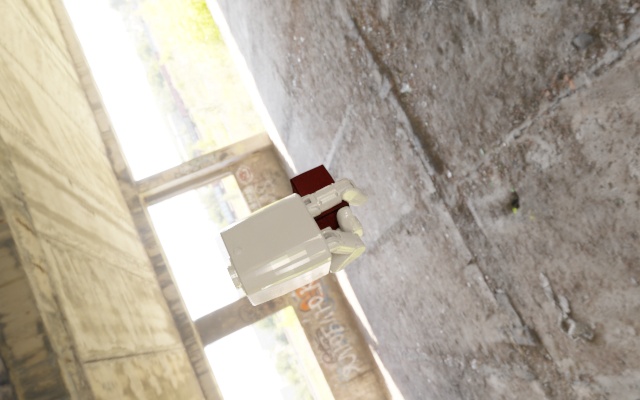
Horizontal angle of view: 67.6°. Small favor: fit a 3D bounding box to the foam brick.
[{"bbox_3d":[0.000,0.002,0.629,0.051,0.078,0.053,-25,-35,-9],"label":"foam brick"}]
